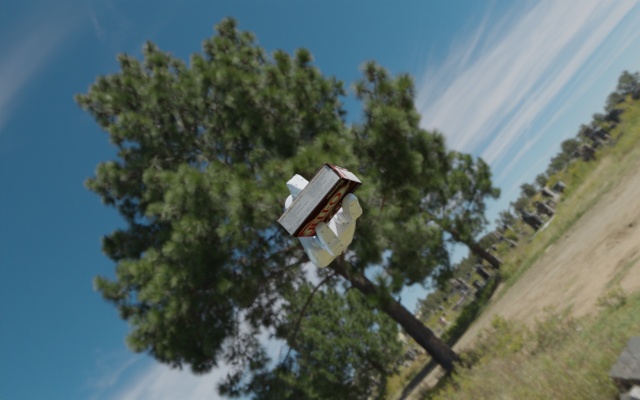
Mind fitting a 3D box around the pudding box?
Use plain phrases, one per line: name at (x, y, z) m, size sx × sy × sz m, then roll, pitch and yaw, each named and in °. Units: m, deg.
pudding box at (0.000, 0.002, 0.687) m, size 0.039 × 0.113 × 0.090 m, roll 42°, pitch 12°, yaw 18°
